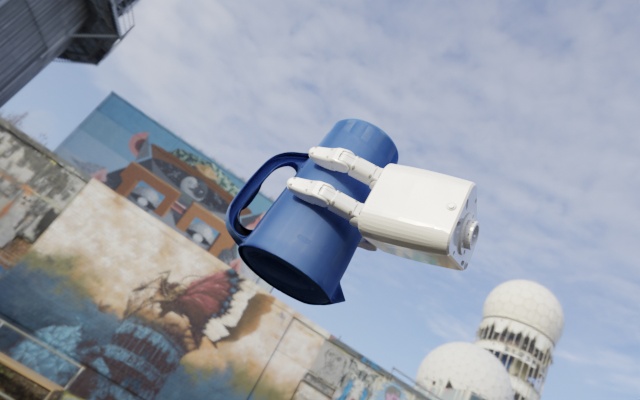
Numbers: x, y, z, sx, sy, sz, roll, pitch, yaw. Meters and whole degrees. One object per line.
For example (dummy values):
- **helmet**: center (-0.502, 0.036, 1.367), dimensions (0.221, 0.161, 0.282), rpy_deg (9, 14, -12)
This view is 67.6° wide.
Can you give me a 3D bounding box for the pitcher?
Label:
- **pitcher**: center (0.000, 0.002, 0.635), dimensions (0.145, 0.242, 0.149), rpy_deg (13, -31, 33)
